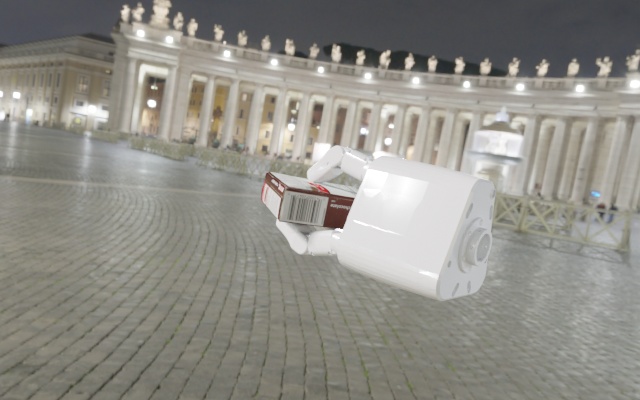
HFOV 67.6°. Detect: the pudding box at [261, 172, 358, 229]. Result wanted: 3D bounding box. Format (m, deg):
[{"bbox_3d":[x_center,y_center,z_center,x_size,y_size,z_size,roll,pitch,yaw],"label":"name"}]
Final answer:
[{"bbox_3d":[0.000,0.002,0.519,0.113,0.039,0.090,11,9,-21],"label":"pudding box"}]
